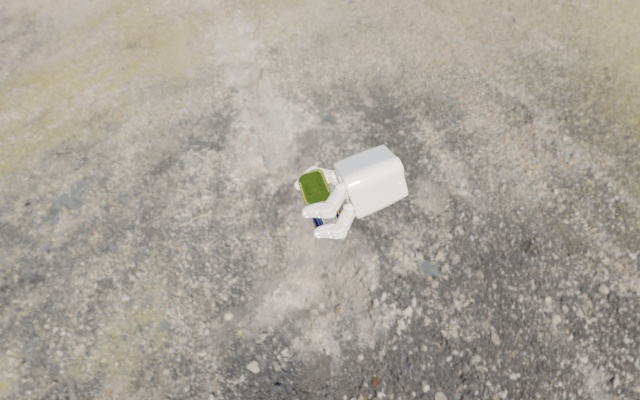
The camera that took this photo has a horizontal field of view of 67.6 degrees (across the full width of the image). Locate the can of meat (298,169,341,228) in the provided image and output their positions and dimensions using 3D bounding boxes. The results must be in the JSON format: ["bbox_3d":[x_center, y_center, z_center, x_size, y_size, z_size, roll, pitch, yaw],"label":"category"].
[{"bbox_3d":[0.000,0.003,0.896,0.057,0.084,0.102,-22,42,1],"label":"can of meat"}]
